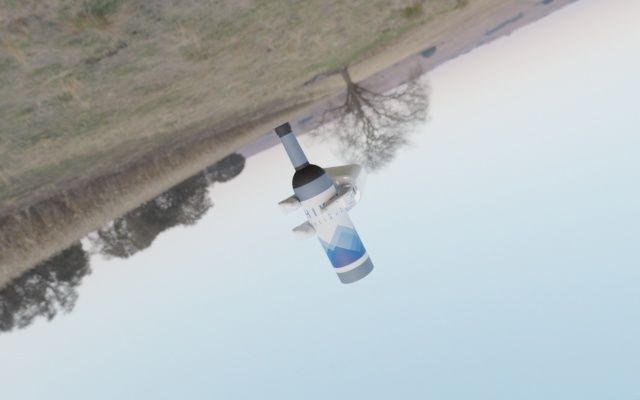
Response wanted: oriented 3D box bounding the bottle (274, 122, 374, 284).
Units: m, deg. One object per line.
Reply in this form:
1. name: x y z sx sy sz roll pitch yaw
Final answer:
1. bottle: 0.000 0.003 0.827 0.069 0.296 0.069 -26 11 5
